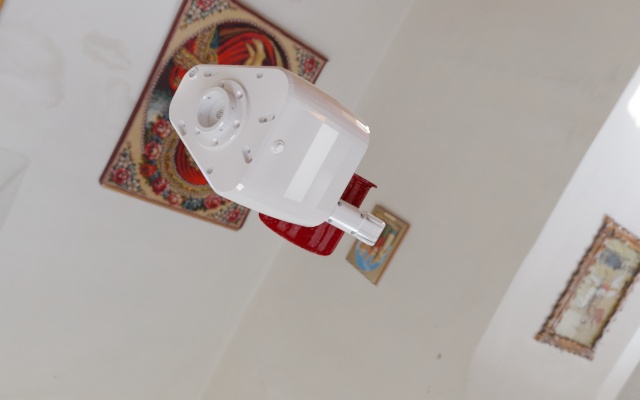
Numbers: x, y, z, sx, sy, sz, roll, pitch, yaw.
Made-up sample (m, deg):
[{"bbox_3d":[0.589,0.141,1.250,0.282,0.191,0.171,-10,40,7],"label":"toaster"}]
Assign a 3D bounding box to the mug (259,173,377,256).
[{"bbox_3d":[0.001,0.002,0.464,0.093,0.081,0.117,33,6,34],"label":"mug"}]
